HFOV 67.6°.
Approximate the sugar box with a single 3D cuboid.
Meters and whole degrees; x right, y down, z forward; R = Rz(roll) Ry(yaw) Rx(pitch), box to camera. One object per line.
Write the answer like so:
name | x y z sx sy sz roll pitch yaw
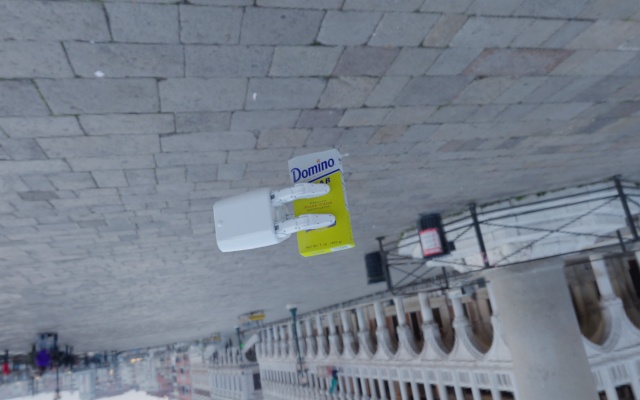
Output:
sugar box | 0.000 0.003 0.837 0.093 0.176 0.048 -12 -15 10
